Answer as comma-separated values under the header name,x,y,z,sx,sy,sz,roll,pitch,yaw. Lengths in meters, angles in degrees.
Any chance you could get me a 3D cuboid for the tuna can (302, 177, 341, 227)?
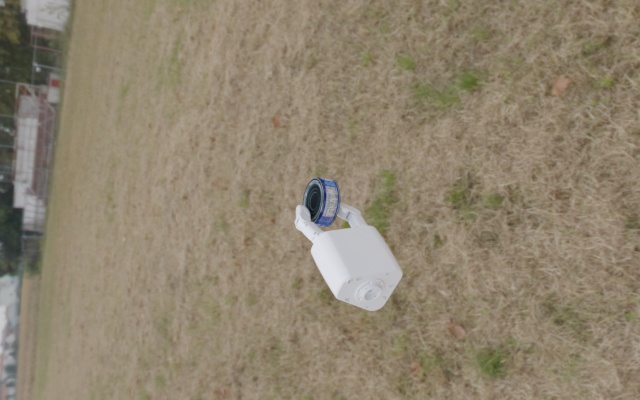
name,x,y,z,sx,sy,sz,roll,pitch,yaw
tuna can,0.000,0.003,0.841,0.034,0.086,0.086,8,-4,-26
